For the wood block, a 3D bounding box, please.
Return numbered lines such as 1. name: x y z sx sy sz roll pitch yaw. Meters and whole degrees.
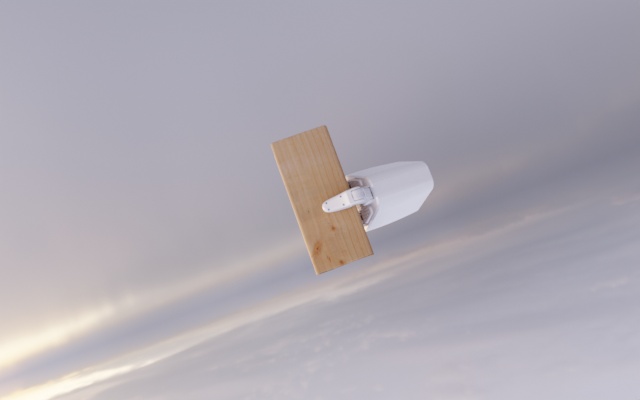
1. wood block: 0.001 0.002 0.740 0.090 0.206 0.091 -20 -7 -5
